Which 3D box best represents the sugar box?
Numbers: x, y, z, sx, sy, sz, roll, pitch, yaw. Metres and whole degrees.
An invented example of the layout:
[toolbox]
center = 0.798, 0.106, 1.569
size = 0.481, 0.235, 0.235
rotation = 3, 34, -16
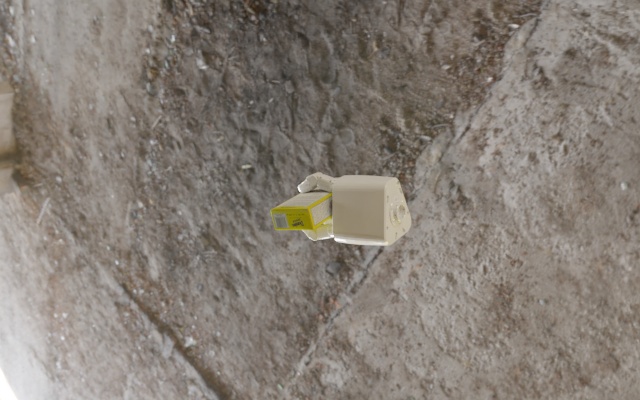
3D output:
[sugar box]
center = 0.000, 0.003, 0.882
size = 0.093, 0.048, 0.176
rotation = -2, 17, 40
